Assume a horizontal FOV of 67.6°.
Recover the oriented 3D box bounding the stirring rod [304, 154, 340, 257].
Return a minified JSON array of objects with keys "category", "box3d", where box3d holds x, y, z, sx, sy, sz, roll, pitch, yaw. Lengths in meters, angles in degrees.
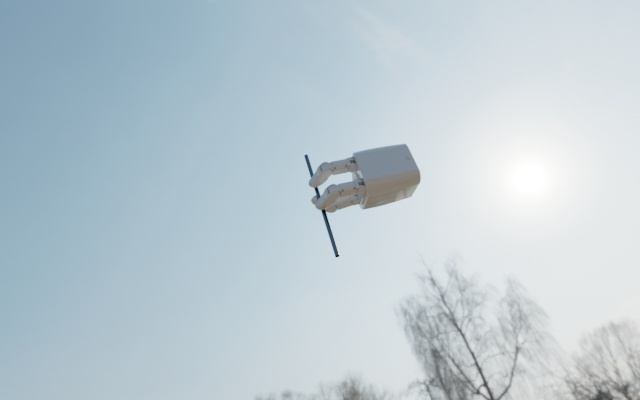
[{"category":"stirring rod","box3d":[0.000,0.003,0.896,0.011,0.239,0.011,-11,-36,-8]}]
